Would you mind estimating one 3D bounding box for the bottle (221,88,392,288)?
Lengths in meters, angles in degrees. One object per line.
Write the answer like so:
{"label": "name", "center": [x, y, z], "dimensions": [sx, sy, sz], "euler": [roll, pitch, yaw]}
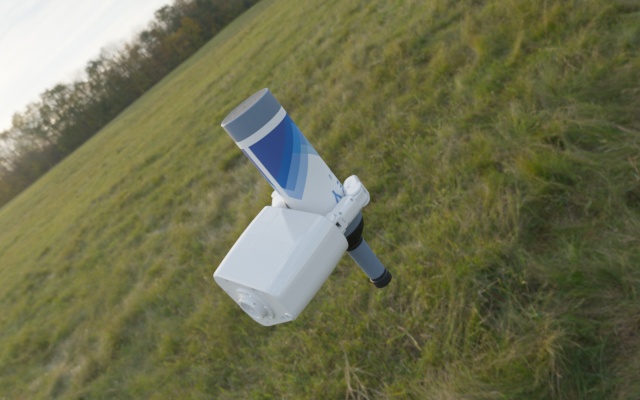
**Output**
{"label": "bottle", "center": [0.000, 0.002, 0.586], "dimensions": [0.069, 0.296, 0.069], "euler": [-32, 23, 16]}
